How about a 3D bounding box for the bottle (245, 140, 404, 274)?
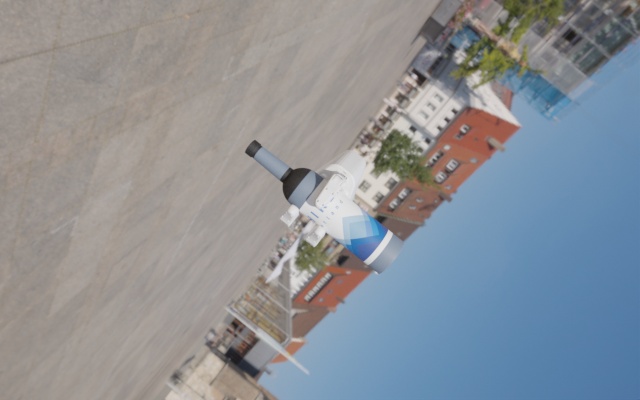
[{"bbox_3d":[0.000,0.003,0.779,0.296,0.069,0.069,38,0,0],"label":"bottle"}]
